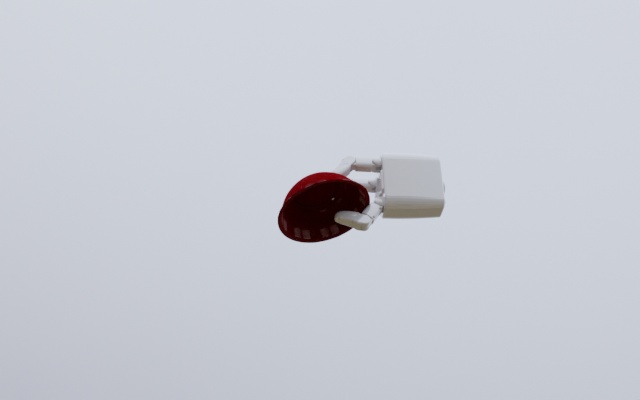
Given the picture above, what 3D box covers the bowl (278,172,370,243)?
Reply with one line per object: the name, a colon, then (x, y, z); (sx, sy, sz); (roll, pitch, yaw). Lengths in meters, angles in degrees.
bowl: (-0.001, 0.002, 0.814); (0.162, 0.055, 0.162); (-13, -39, -10)
